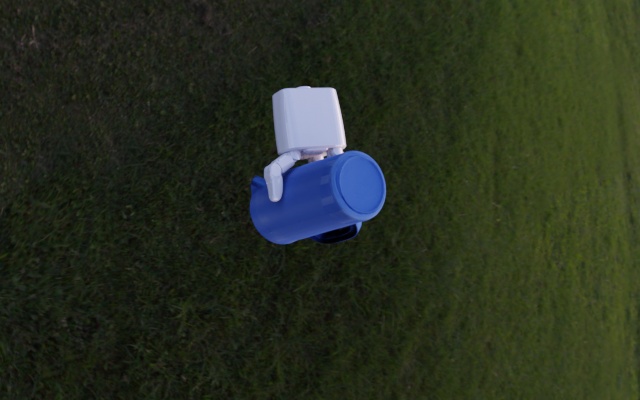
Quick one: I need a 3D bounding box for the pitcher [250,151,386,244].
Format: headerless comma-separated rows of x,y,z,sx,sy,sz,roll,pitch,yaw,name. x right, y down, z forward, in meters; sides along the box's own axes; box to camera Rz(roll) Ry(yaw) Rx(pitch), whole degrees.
0.000,0.002,0.808,0.149,0.145,0.243,-5,-6,-36,pitcher
